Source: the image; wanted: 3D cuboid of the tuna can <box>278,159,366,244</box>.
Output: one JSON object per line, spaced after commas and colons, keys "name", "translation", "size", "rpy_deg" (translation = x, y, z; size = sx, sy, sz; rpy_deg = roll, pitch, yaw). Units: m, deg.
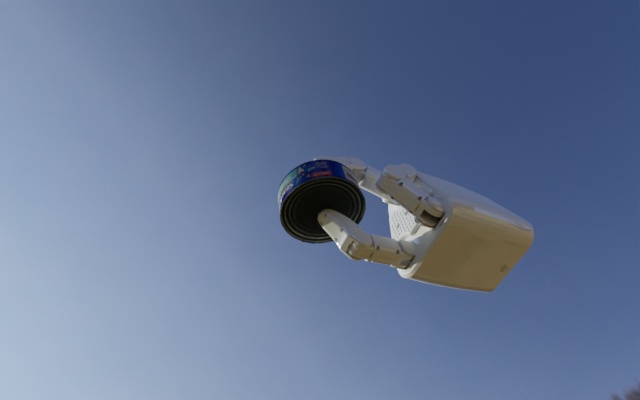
{"name": "tuna can", "translation": [0.000, 0.001, 0.481], "size": [0.086, 0.086, 0.033], "rpy_deg": [0, 39, -13]}
